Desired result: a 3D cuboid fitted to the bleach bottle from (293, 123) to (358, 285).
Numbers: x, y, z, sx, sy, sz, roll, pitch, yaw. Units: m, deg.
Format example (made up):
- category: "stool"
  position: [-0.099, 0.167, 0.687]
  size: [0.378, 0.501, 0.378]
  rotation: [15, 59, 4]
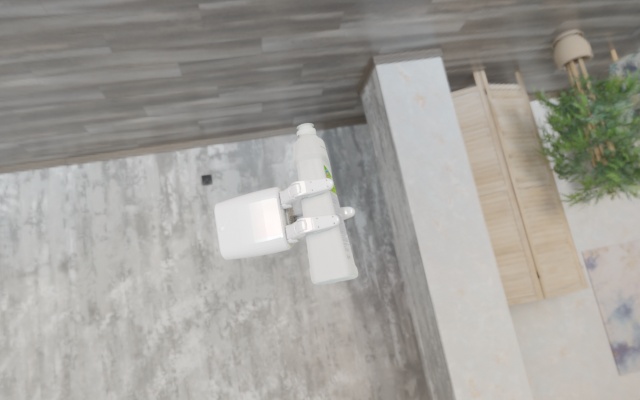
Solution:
- category: "bleach bottle"
  position: [0.000, 0.002, 0.754]
  size: [0.068, 0.250, 0.102]
  rotation: [-13, -13, 8]
